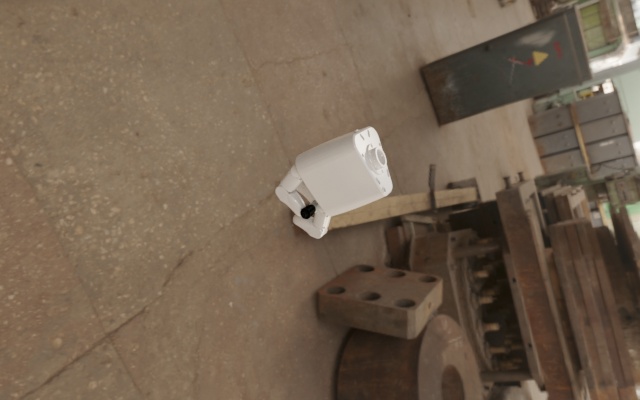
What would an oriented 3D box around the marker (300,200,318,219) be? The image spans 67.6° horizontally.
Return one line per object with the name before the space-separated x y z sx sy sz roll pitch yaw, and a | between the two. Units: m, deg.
marker | 0.000 0.003 0.786 0.020 0.020 0.121 0 19 27
